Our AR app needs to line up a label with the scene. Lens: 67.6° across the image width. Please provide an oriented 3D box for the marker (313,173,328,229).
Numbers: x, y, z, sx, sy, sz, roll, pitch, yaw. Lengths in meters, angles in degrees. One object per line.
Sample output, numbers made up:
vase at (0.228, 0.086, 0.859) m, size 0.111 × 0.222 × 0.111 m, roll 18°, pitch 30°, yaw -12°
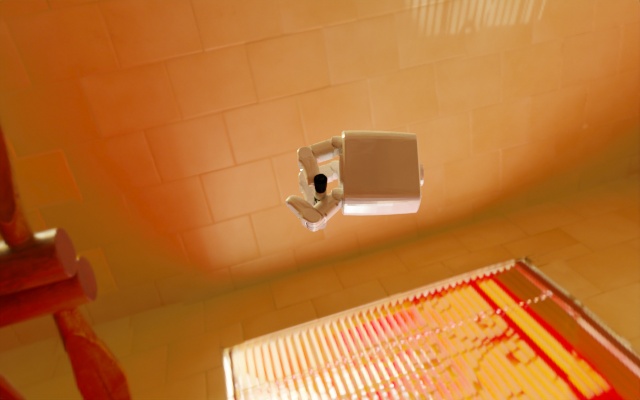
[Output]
marker at (0.000, 0.002, 0.665) m, size 0.020 × 0.020 × 0.121 m, roll 0°, pitch -33°, yaw 0°
